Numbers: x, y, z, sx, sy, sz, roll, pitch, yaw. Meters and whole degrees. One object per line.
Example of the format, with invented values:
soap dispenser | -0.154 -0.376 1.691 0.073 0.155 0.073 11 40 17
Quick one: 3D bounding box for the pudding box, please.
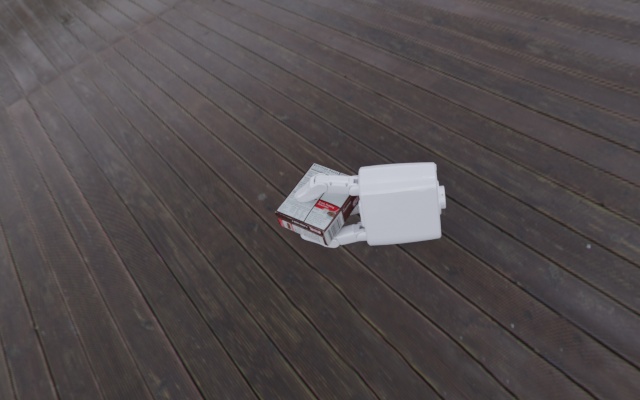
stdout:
pudding box | 0.000 0.002 0.718 0.090 0.113 0.039 21 -33 27
